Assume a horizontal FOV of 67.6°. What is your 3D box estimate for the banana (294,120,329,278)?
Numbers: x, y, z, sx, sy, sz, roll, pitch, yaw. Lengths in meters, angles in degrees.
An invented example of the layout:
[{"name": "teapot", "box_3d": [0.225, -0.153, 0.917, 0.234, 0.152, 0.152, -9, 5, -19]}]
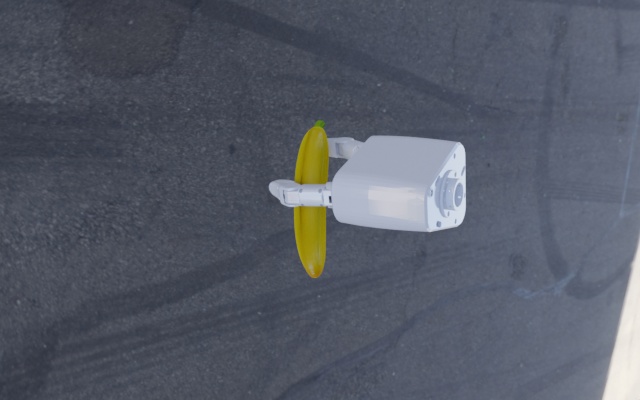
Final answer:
[{"name": "banana", "box_3d": [-0.007, -0.002, 0.571, 0.037, 0.198, 0.069, 4, 0, 22]}]
